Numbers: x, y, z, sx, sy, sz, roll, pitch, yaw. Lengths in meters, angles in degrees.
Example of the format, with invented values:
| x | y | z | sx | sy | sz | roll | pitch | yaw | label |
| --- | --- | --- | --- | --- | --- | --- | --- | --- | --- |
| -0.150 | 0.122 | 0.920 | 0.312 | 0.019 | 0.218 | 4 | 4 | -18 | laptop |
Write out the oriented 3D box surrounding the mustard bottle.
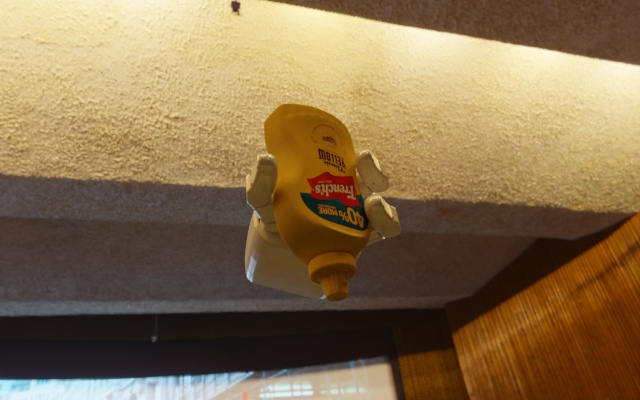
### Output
| x | y | z | sx | sy | sz | roll | pitch | yaw | label |
| --- | --- | --- | --- | --- | --- | --- | --- | --- | --- |
| 0.000 | 0.001 | 0.445 | 0.096 | 0.191 | 0.058 | 19 | -42 | -37 | mustard bottle |
